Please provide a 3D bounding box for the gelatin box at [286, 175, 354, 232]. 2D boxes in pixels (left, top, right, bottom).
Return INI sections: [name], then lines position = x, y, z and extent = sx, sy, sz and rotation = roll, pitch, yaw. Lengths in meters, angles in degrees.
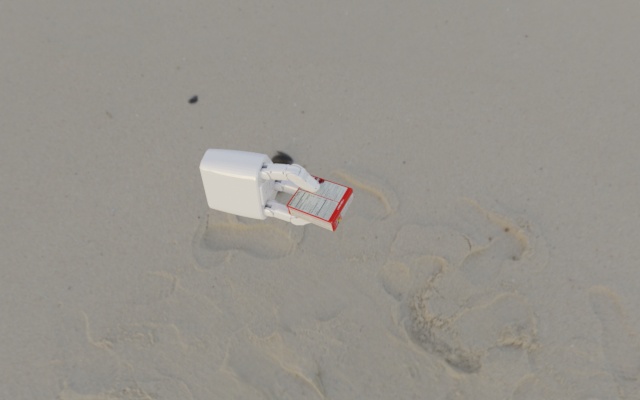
[gelatin box]
position = 0.000, 0.002, 0.784
extent = 0.089, 0.073, 0.030
rotation = 19, -29, 24
